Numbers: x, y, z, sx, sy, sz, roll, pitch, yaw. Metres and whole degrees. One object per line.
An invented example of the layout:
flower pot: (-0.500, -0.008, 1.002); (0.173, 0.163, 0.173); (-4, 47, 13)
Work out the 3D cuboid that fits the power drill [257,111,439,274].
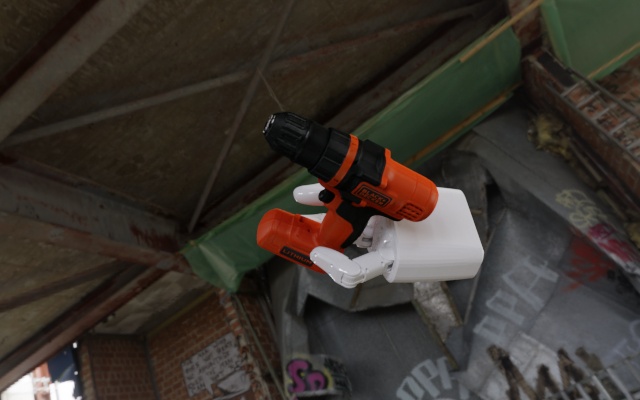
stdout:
power drill: (0.000, 0.002, 0.506); (0.184, 0.057, 0.188); (27, -39, -14)
